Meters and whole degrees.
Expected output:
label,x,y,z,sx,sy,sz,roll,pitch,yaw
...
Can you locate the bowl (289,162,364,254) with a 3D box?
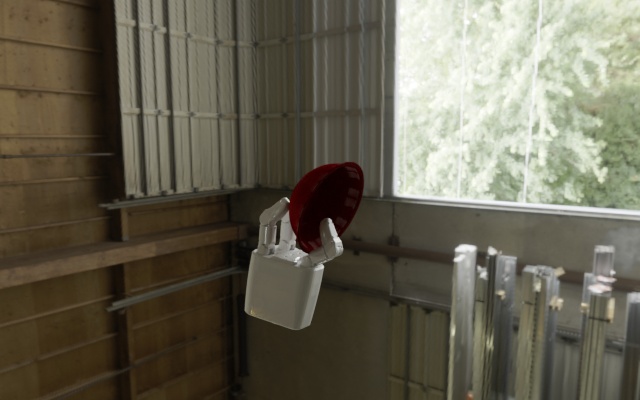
label,x,y,z,sx,sy,sz,roll,pitch,yaw
bowl,0.000,0.001,0.760,0.055,0.162,0.162,31,16,30
